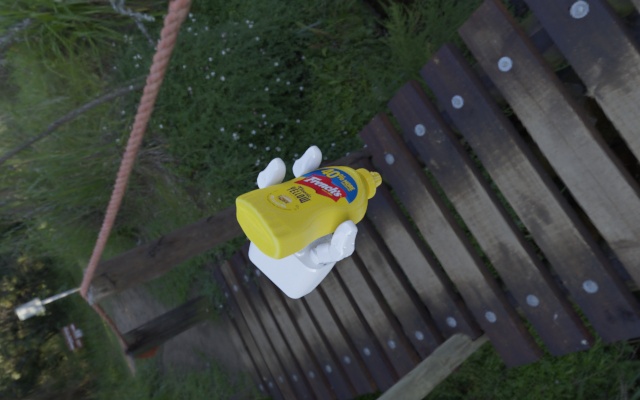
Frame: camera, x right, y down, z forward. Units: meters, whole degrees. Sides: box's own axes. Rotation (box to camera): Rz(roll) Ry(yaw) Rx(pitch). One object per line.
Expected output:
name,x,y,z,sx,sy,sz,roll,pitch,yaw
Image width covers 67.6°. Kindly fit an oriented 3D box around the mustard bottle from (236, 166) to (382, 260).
mustard bottle,0.000,0.002,0.591,0.191,0.058,0.096,-22,42,-31
